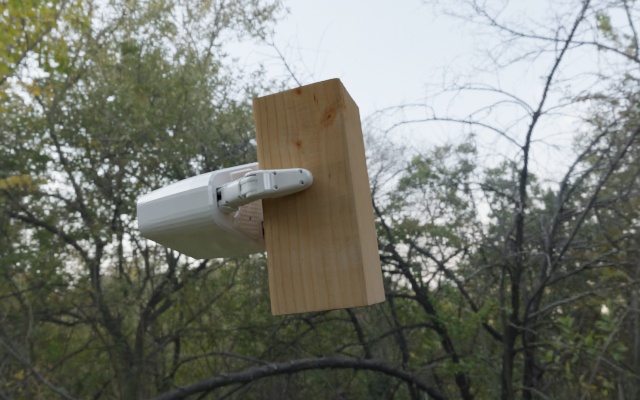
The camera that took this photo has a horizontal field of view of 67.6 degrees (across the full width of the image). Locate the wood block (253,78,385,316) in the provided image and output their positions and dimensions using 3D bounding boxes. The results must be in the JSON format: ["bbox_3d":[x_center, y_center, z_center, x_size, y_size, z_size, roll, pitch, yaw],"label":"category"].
[{"bbox_3d":[0.000,0.001,0.467,0.090,0.206,0.091,-10,-11,17],"label":"wood block"}]
